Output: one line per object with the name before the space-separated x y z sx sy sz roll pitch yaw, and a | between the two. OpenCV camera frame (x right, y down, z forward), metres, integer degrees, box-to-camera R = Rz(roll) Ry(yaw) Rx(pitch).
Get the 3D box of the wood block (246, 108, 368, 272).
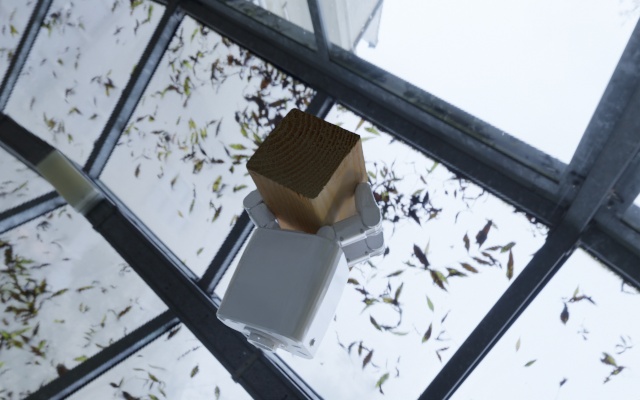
wood block | 0.000 0.002 0.566 0.091 0.090 0.206 26 -23 24
